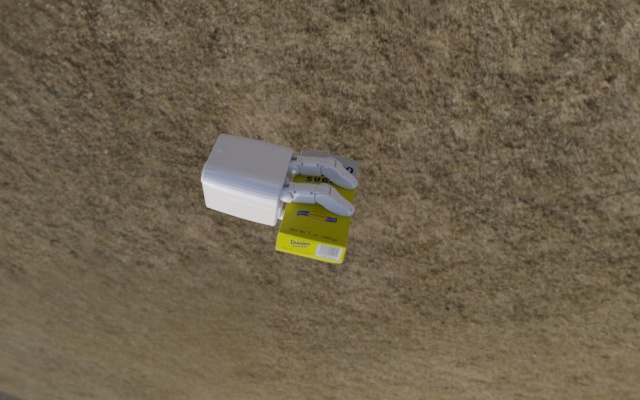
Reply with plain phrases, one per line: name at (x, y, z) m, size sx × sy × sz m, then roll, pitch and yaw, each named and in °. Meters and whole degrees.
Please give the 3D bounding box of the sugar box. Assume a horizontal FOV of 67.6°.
sugar box at (0.000, 0.002, 0.683) m, size 0.093 × 0.176 × 0.048 m, roll 13°, pitch -42°, yaw -2°
